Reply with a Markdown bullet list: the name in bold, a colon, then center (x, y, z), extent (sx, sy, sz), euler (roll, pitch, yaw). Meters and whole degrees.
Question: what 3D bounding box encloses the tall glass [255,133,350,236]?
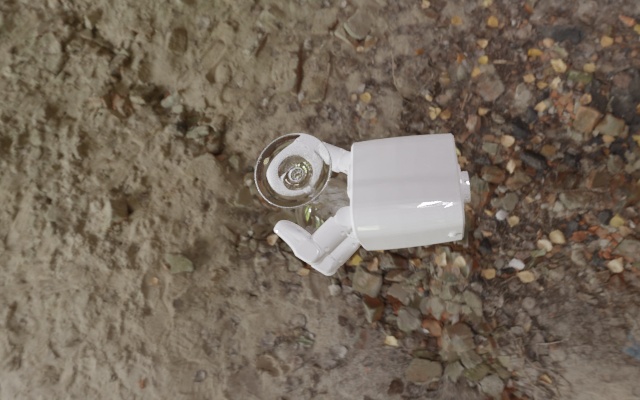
- **tall glass**: center (0.000, 0.001, 0.526), extent (0.079, 0.079, 0.201), euler (0, -17, 15)
